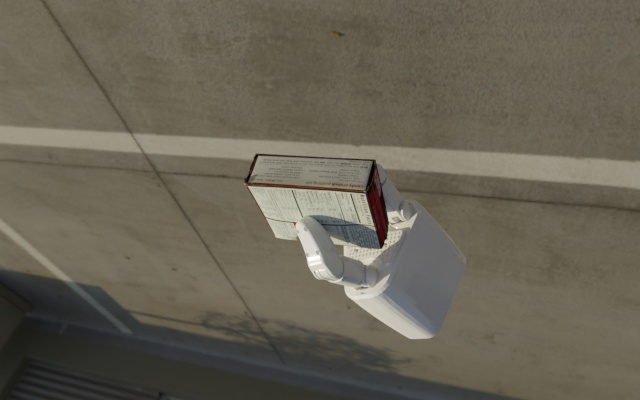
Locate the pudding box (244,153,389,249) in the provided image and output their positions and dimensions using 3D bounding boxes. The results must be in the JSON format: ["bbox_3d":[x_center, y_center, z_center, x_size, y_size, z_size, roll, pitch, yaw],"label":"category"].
[{"bbox_3d":[0.000,0.002,0.428,0.113,0.039,0.090,3,-36,19],"label":"pudding box"}]
